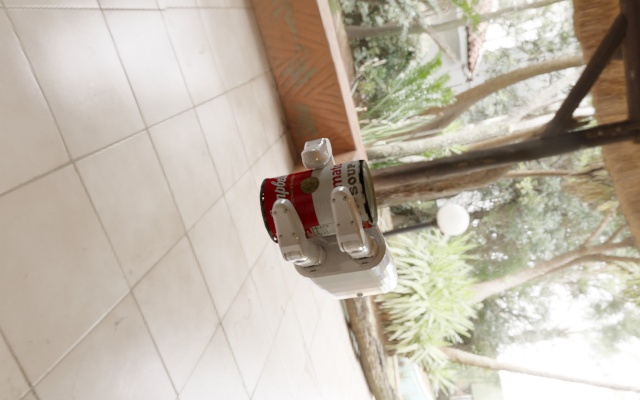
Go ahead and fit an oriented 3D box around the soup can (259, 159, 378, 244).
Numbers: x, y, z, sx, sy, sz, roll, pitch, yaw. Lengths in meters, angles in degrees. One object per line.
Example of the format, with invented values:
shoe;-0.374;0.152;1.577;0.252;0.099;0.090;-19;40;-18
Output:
soup can;0.000;0.001;0.470;0.102;0.068;0.068;-11;-3;14
